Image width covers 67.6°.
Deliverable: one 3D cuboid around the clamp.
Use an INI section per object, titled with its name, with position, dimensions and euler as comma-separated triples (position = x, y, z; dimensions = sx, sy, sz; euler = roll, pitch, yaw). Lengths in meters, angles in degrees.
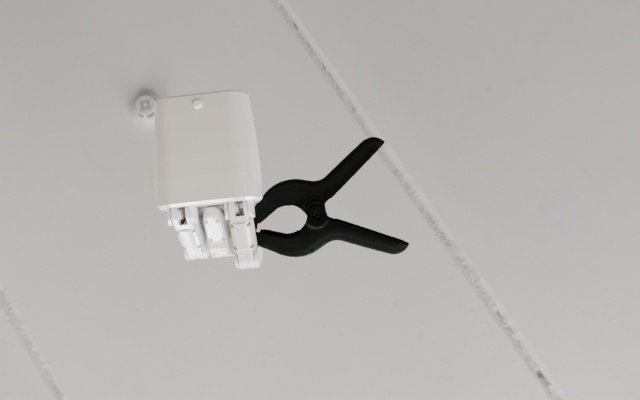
[clamp]
position = 0.000, 0.002, 0.485
dimensions = 0.171, 0.120, 0.039
euler = -5, -3, -3
